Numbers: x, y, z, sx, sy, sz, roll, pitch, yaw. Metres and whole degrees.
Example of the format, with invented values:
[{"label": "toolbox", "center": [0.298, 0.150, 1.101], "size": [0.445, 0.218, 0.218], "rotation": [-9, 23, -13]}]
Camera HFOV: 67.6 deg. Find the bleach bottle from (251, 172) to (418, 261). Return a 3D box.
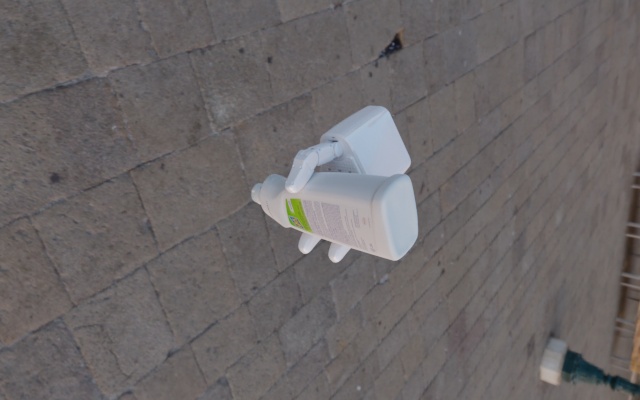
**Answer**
[{"label": "bleach bottle", "center": [0.000, 0.002, 0.624], "size": [0.251, 0.103, 0.068], "rotation": [12, 39, 40]}]
